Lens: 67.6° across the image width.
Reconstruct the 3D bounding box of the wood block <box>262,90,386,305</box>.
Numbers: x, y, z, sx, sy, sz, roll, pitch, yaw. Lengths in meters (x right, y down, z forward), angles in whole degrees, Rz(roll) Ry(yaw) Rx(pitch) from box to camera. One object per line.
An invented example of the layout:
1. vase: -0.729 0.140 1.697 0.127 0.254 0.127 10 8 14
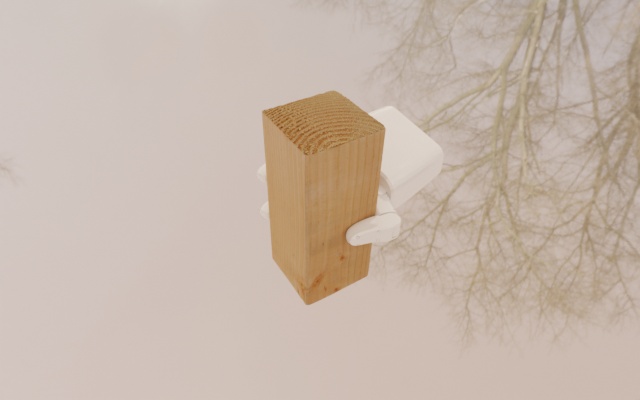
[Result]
1. wood block: 0.001 0.002 0.516 0.090 0.206 0.090 -22 45 -24
